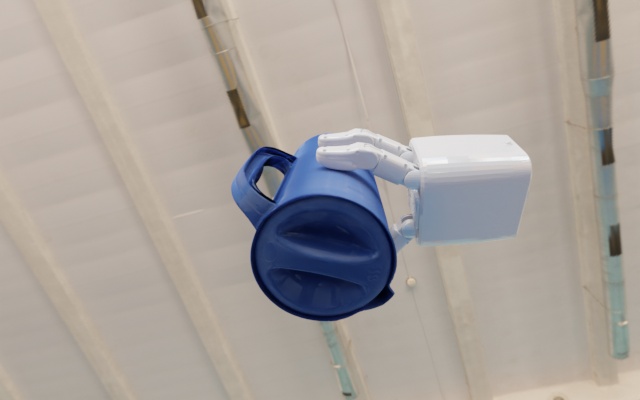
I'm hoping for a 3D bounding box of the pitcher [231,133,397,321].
[{"bbox_3d":[0.000,0.002,0.530,0.145,0.149,0.242,-6,24,5],"label":"pitcher"}]
